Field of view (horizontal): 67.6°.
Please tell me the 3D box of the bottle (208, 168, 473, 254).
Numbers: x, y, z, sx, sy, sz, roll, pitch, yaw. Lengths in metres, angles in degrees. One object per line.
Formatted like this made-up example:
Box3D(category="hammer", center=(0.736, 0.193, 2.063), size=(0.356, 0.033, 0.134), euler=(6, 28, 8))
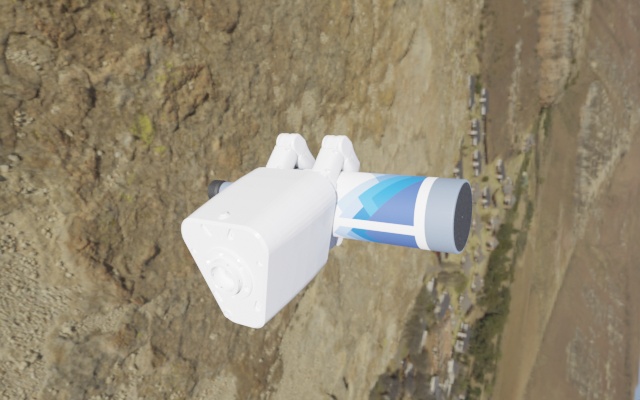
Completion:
Box3D(category="bottle", center=(0.000, 0.002, 0.496), size=(0.295, 0.069, 0.069), euler=(6, 3, 31))
